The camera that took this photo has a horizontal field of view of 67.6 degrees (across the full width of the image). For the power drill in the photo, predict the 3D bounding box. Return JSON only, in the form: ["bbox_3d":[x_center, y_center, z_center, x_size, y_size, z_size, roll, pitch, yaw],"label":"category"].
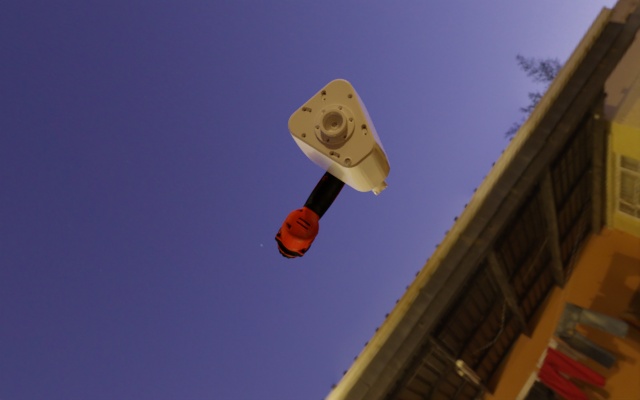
[{"bbox_3d":[0.000,0.002,0.721,0.057,0.187,0.184,33,-18,-1],"label":"power drill"}]
